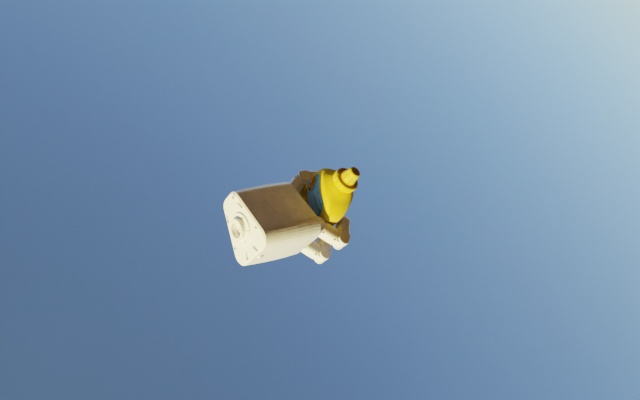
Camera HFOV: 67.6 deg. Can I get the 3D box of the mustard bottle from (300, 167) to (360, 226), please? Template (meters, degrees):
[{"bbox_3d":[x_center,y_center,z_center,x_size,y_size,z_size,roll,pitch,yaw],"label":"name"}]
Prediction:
[{"bbox_3d":[0.000,0.003,0.787,0.058,0.096,0.192,16,-38,-30],"label":"mustard bottle"}]
